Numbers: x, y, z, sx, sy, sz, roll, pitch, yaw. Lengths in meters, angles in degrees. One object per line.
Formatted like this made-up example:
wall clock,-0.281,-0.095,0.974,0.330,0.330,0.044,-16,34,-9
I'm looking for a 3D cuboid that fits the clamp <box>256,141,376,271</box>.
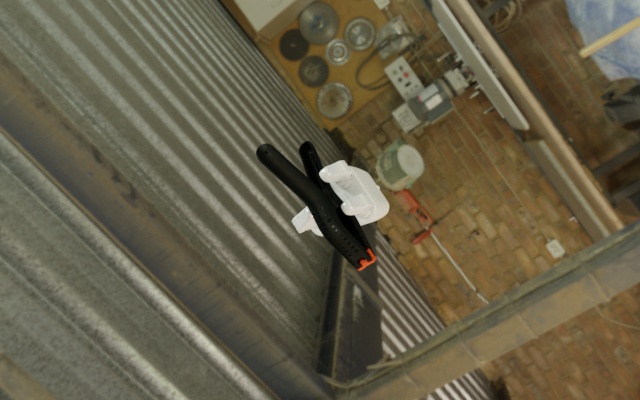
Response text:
clamp,0.000,0.003,0.645,0.036,0.210,0.164,-36,-11,21
